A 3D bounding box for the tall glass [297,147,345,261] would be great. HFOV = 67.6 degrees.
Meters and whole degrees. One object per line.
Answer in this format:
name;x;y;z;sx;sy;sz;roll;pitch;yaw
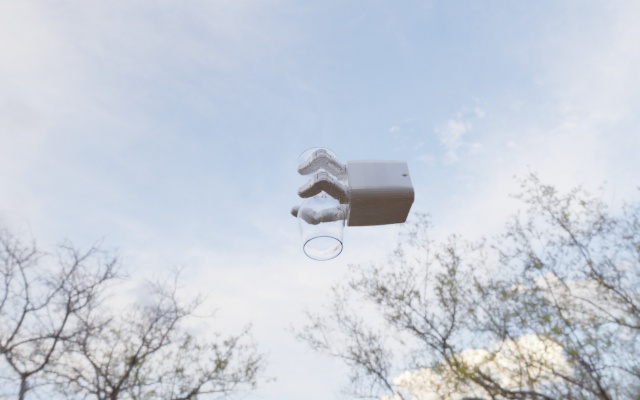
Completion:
tall glass;0.000;0.002;0.802;0.079;0.200;0.079;-1;-44;-1
